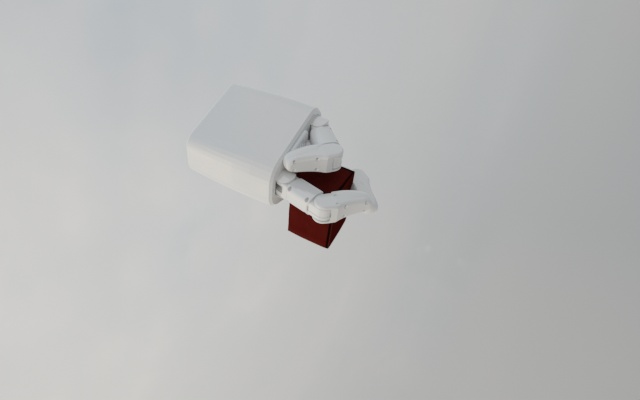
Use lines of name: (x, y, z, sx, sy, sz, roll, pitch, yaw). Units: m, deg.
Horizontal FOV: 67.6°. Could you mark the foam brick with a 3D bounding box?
foam brick: (0.000, 0.002, 0.522, 0.051, 0.078, 0.053, 21, 43, 15)
